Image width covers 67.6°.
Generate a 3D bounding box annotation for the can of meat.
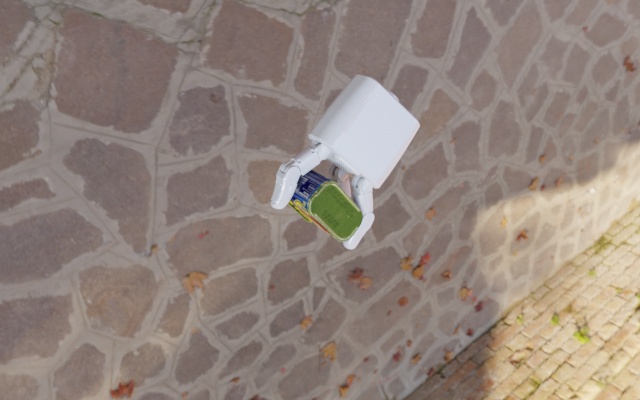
[{"bbox_3d":[0.000,0.002,0.641,0.084,0.057,0.102,31,-11,50],"label":"can of meat"}]
